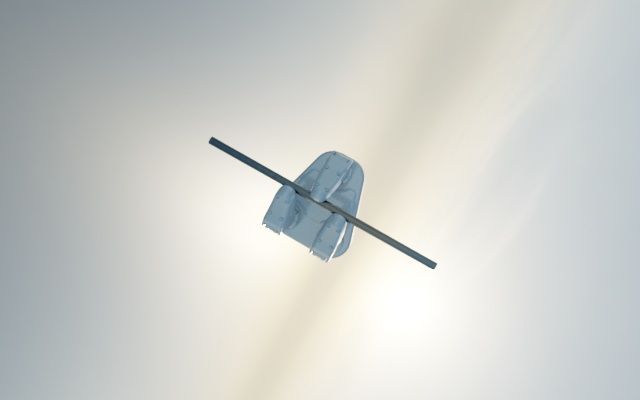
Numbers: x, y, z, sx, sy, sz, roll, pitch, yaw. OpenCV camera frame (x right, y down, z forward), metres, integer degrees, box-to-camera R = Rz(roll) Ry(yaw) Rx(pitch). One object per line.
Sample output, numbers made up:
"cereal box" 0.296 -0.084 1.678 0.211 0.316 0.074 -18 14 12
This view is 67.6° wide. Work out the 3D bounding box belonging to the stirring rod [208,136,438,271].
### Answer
"stirring rod" 0.000 0.001 0.444 0.239 0.011 0.011 29 3 5
